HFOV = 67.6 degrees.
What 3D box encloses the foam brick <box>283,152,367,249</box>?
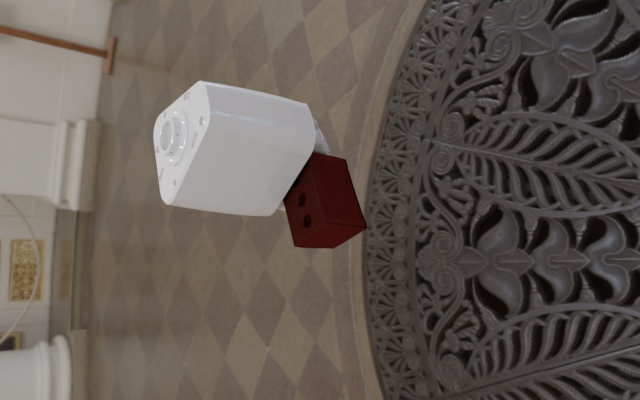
[{"bbox_3d":[0.000,0.002,0.458,0.051,0.078,0.053,7,-33,-41],"label":"foam brick"}]
